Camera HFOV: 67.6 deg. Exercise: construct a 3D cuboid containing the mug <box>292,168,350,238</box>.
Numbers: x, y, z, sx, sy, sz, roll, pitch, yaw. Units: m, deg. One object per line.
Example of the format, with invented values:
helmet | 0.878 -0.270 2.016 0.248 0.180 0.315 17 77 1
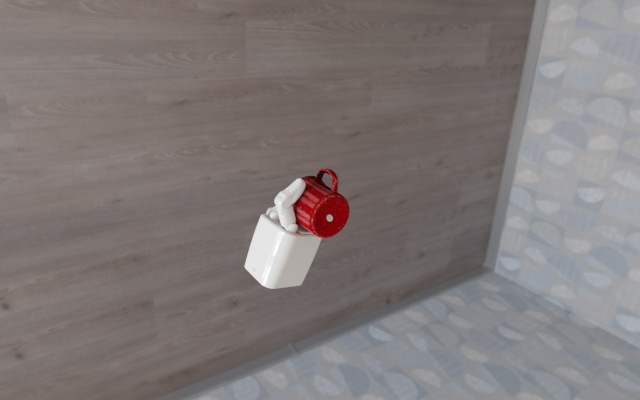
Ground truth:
mug | 0.001 0.001 0.820 0.093 0.117 0.081 12 14 -40
